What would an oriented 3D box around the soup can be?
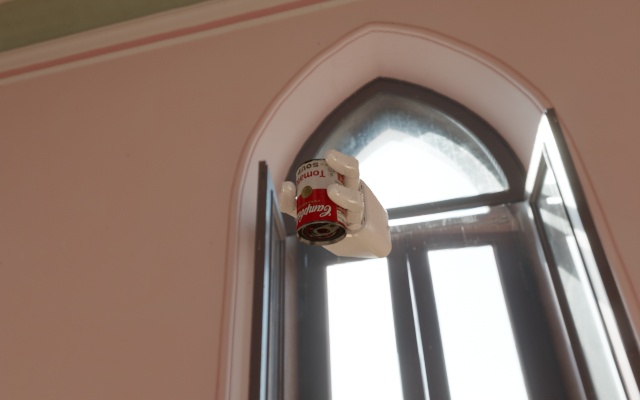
[{"bbox_3d":[0.000,0.002,0.658,0.068,0.102,0.068,-1,-31,-1],"label":"soup can"}]
